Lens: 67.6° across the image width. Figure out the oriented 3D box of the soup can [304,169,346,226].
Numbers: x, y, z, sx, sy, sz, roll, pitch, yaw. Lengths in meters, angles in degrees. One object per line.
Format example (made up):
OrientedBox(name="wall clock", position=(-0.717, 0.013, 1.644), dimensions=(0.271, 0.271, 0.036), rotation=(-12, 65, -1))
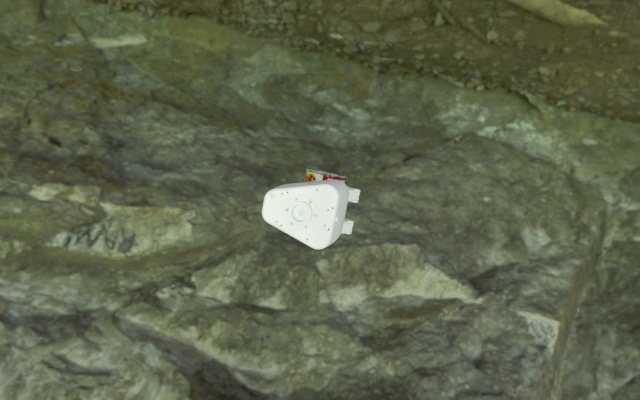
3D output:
OrientedBox(name="soup can", position=(0.000, 0.003, 0.808), dimensions=(0.068, 0.102, 0.068), rotation=(11, 6, -1))
